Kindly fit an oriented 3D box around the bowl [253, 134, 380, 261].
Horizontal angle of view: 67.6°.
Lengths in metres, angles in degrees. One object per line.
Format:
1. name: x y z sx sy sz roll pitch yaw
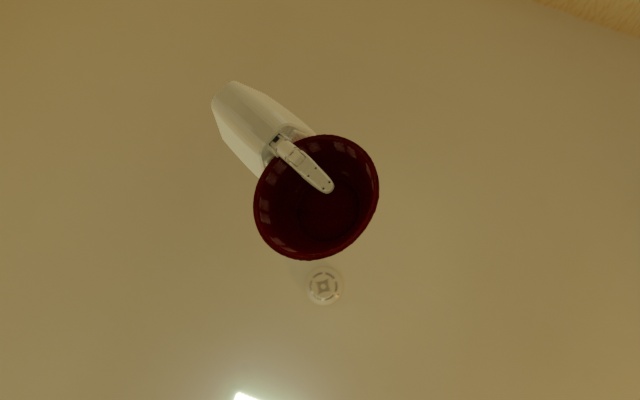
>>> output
1. bowl: 0.001 0.003 0.591 0.162 0.162 0.055 0 -21 22
